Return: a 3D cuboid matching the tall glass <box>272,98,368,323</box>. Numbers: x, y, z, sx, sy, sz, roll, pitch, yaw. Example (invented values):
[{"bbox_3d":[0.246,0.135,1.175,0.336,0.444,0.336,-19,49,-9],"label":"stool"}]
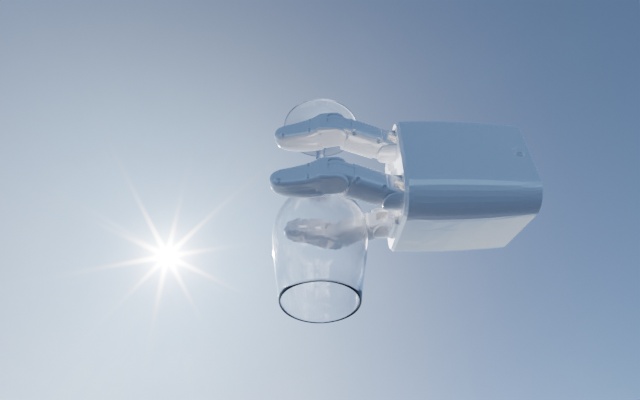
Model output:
[{"bbox_3d":[0.000,0.001,0.415,0.079,0.200,0.079,0,-42,0],"label":"tall glass"}]
